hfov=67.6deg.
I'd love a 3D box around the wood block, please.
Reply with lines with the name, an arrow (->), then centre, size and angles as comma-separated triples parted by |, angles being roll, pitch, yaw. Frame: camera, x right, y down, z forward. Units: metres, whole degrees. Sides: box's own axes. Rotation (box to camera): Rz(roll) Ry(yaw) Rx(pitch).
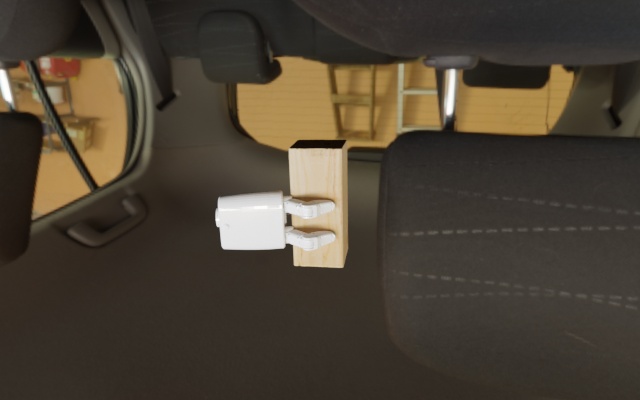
wood block -> 0.000, 0.003, 0.833 | 0.090, 0.206, 0.090 | 1, 17, 8
